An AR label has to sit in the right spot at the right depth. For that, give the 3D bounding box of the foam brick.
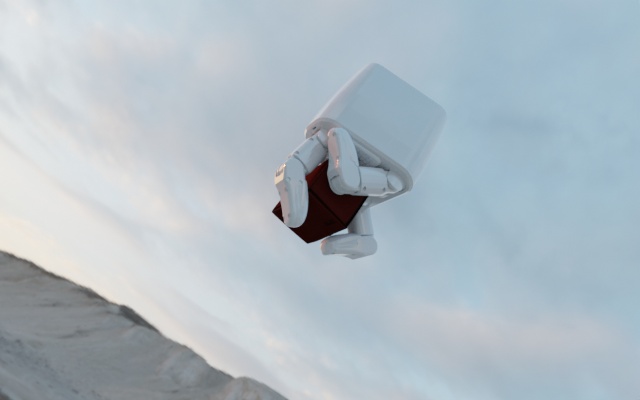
[{"bbox_3d":[0.000,0.002,0.470,0.053,0.051,0.078,44,-33,-13],"label":"foam brick"}]
